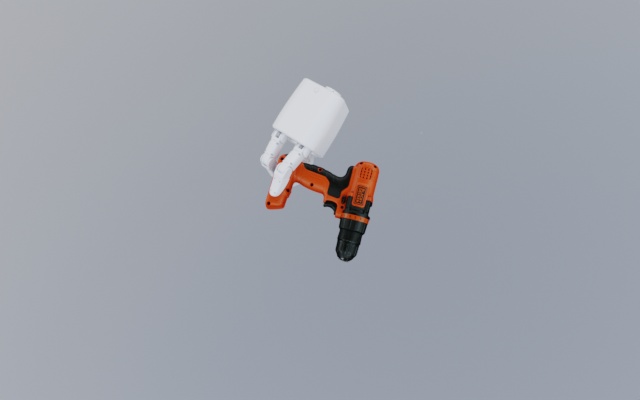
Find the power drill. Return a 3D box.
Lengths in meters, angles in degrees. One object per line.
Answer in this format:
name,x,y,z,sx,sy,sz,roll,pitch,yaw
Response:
power drill,0.000,0.002,0.865,0.187,0.184,0.057,15,-9,3
